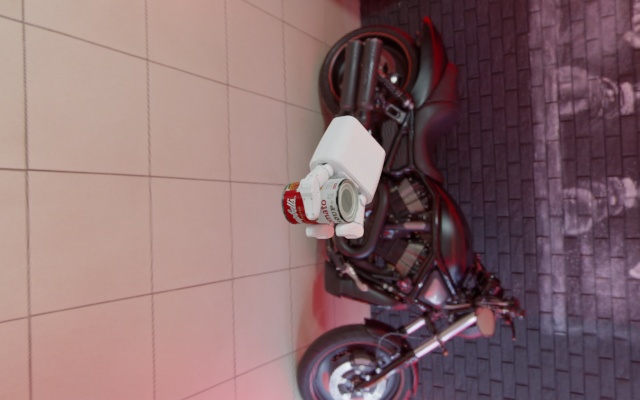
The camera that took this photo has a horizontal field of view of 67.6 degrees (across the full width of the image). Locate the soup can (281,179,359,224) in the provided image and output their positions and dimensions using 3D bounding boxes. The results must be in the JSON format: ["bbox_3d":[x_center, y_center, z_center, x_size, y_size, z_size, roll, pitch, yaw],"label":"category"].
[{"bbox_3d":[0.000,0.003,0.738,0.102,0.068,0.068,-3,-2,32],"label":"soup can"}]
